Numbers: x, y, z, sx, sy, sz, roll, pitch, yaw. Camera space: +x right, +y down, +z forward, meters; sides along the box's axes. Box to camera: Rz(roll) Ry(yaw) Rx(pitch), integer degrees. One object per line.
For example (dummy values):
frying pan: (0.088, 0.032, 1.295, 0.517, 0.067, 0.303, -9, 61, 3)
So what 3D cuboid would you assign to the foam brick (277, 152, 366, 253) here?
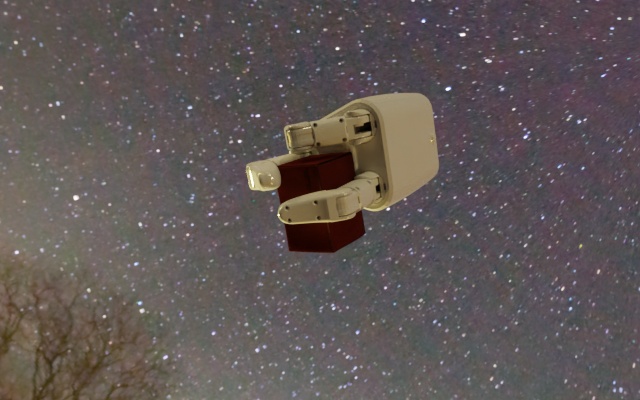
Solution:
foam brick: (0.000, 0.002, 0.419, 0.053, 0.078, 0.051, 0, 15, 39)
